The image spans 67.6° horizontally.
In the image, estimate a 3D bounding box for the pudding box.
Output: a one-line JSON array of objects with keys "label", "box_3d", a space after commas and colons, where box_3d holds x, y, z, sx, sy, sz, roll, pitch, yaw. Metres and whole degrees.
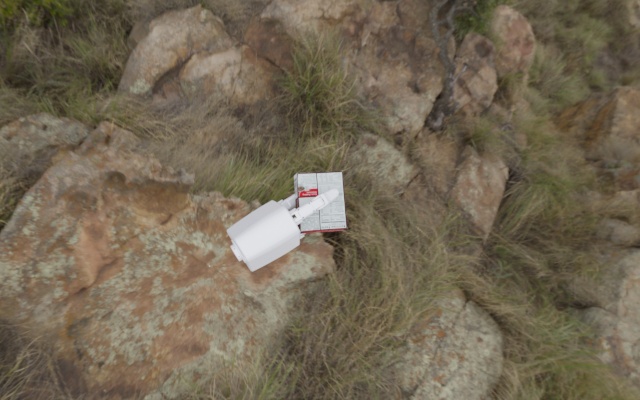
[{"label": "pudding box", "box_3d": [0.000, 0.003, 0.885, 0.090, 0.113, 0.039, -3, -5, -10]}]
